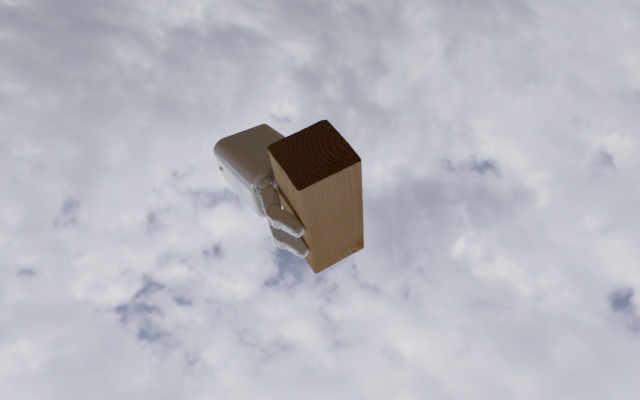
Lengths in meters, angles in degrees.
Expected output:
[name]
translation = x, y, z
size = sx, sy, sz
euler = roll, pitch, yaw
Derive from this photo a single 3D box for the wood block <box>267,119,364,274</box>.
[wood block]
translation = 0.000, 0.002, 0.670
size = 0.091, 0.090, 0.206
euler = -28, -34, -13
